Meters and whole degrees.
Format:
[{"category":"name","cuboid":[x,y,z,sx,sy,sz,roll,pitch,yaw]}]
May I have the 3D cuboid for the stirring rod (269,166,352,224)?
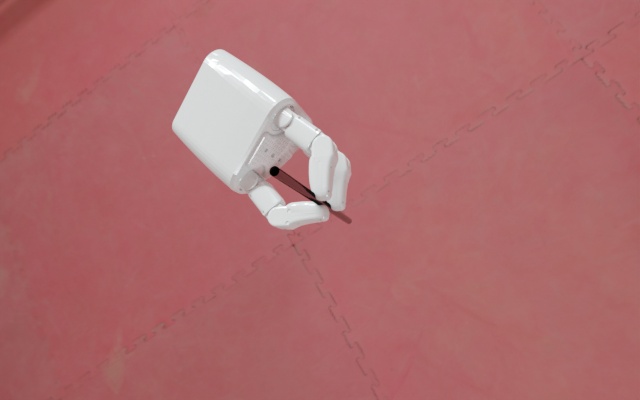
[{"category":"stirring rod","cuboid":[0.000,0.002,0.466,0.011,0.011,0.239,0,-11,17]}]
